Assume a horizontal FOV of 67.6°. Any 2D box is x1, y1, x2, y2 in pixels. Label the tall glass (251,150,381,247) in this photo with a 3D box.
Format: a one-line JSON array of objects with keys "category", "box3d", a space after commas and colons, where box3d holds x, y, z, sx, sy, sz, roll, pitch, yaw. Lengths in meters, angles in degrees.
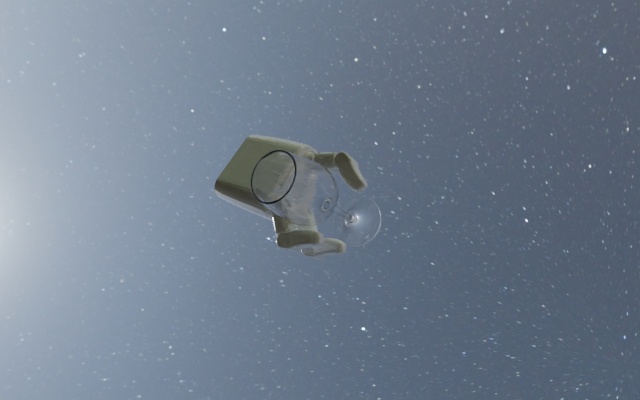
[{"category": "tall glass", "box3d": [0.001, 0.002, 0.593, 0.079, 0.079, 0.201, 0, -16, 32]}]
